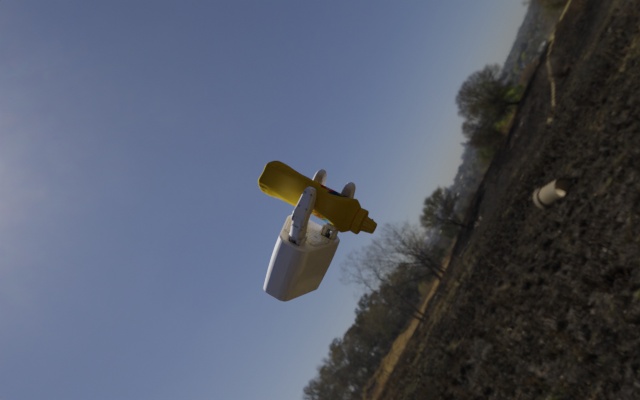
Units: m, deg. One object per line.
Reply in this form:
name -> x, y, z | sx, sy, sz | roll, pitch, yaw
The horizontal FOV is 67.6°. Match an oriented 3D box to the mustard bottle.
mustard bottle -> 0.000, 0.002, 0.753 | 0.191, 0.058, 0.096 | 27, -2, 15
